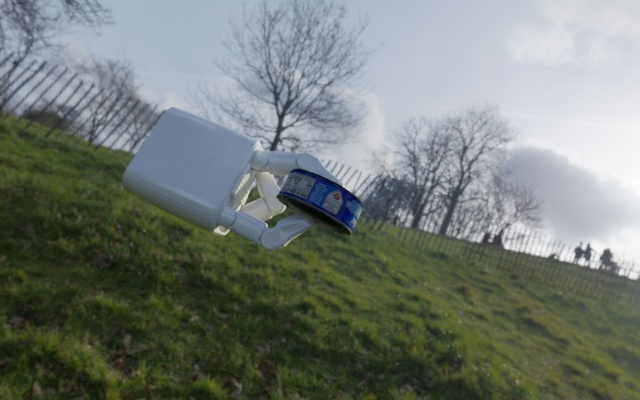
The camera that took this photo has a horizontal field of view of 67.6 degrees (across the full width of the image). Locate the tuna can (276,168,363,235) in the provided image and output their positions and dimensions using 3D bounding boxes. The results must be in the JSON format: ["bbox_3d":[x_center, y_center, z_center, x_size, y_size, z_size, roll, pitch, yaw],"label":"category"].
[{"bbox_3d":[0.000,0.001,0.491,0.086,0.033,0.086,26,-10,5],"label":"tuna can"}]
